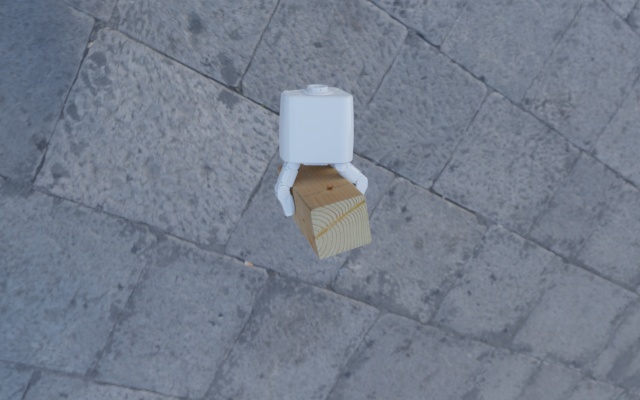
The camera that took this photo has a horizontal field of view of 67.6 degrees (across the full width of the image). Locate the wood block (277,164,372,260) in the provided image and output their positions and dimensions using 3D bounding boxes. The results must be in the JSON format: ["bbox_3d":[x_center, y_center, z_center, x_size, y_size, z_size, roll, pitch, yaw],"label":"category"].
[{"bbox_3d":[0.000,0.002,0.815,0.091,0.090,0.206,-17,26,-12],"label":"wood block"}]
